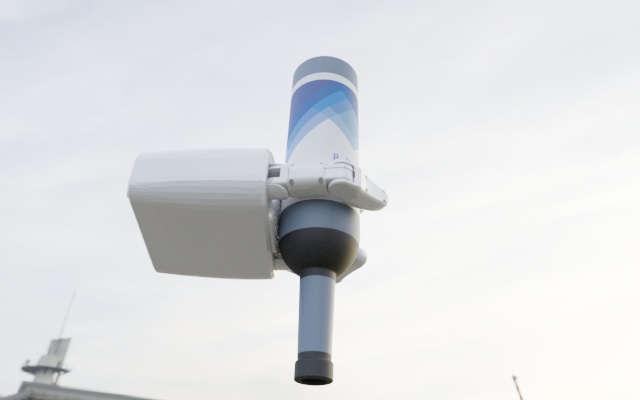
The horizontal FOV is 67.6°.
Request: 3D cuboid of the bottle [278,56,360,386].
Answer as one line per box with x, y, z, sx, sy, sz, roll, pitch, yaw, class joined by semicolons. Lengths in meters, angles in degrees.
0.000;0.001;0.408;0.069;0.295;0.069;2;-33;1;bottle
